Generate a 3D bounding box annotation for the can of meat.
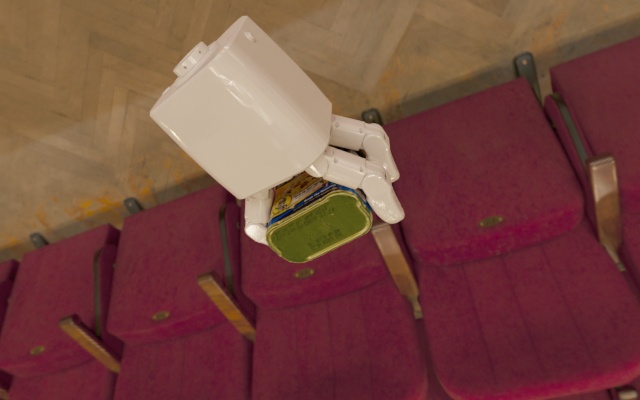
[{"bbox_3d":[0.000,0.002,0.445,0.102,0.057,0.084,-29,30,24],"label":"can of meat"}]
